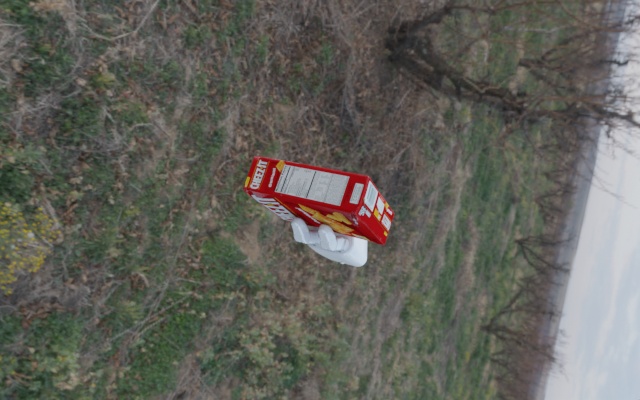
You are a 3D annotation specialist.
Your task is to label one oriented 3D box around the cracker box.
[{"bbox_3d":[0.000,0.003,0.816,0.213,0.072,0.164,12,-16,27],"label":"cracker box"}]
